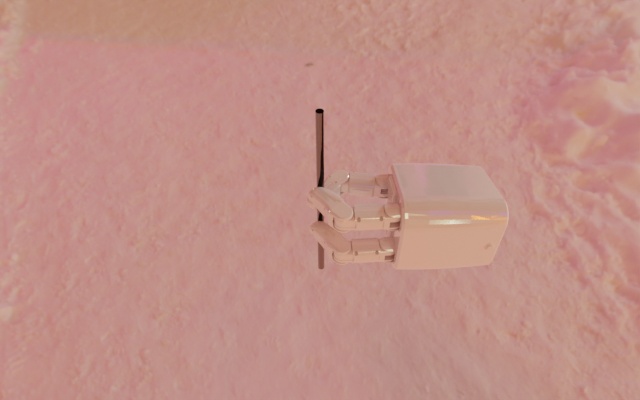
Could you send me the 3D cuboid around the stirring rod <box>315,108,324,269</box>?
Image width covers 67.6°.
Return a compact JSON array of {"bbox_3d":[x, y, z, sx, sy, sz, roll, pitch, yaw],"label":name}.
[{"bbox_3d":[0.000,0.002,0.520,0.011,0.011,0.240,0,-43,1],"label":"stirring rod"}]
